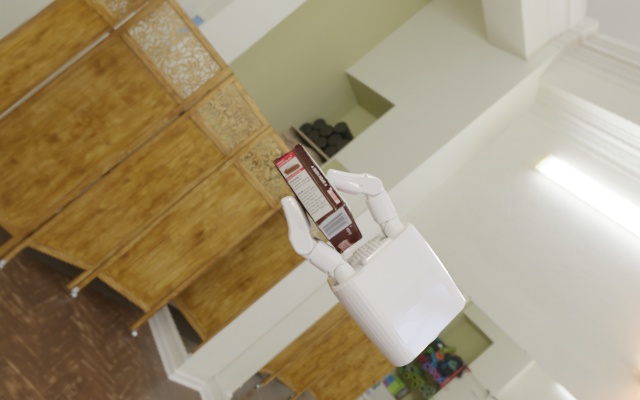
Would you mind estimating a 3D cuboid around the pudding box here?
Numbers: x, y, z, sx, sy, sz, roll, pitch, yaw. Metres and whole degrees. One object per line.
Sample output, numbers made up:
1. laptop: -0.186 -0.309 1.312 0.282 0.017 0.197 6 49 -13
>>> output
1. pudding box: 0.000 0.002 0.519 0.039 0.090 0.113 -35 -25 -3
